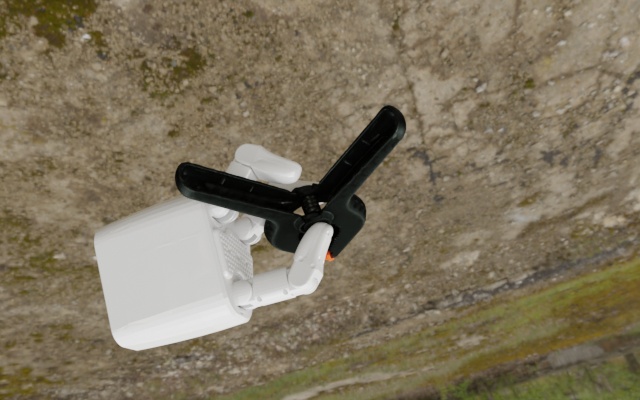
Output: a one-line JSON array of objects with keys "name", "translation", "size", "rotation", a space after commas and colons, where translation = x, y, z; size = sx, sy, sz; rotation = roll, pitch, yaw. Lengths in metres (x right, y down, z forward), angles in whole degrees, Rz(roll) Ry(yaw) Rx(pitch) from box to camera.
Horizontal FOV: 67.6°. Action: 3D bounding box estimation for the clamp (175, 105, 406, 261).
[{"name": "clamp", "translation": [0.000, 0.002, 0.406], "size": [0.164, 0.036, 0.210], "rotation": [-18, -28, 8]}]
